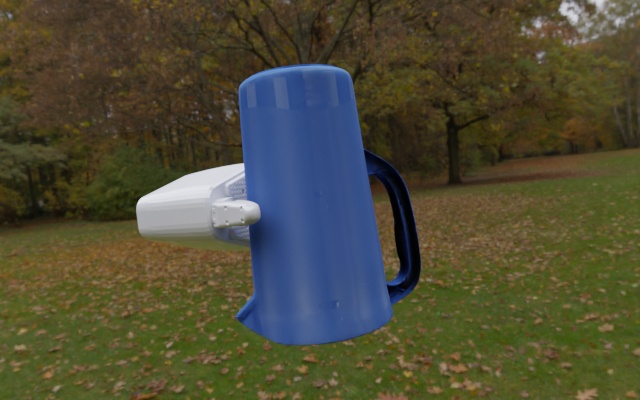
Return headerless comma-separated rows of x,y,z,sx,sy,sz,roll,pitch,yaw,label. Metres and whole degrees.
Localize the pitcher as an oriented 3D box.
0.000,0.002,0.460,0.145,0.243,0.149,-5,3,30,pitcher
